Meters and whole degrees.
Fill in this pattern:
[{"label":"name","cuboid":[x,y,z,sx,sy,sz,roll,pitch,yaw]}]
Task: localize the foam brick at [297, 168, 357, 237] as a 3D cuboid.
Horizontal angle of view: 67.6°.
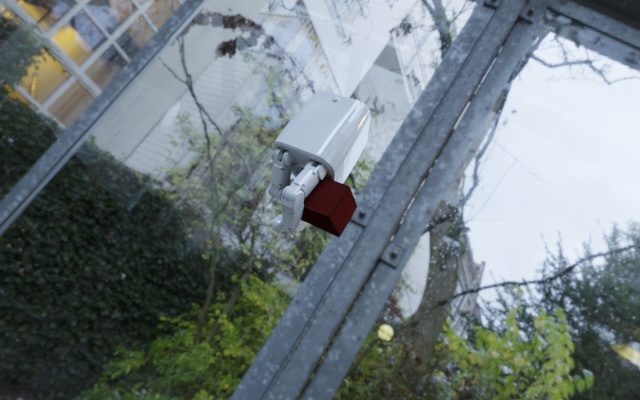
[{"label":"foam brick","cuboid":[0.000,0.002,0.622,0.078,0.051,0.053,23,-23,29]}]
